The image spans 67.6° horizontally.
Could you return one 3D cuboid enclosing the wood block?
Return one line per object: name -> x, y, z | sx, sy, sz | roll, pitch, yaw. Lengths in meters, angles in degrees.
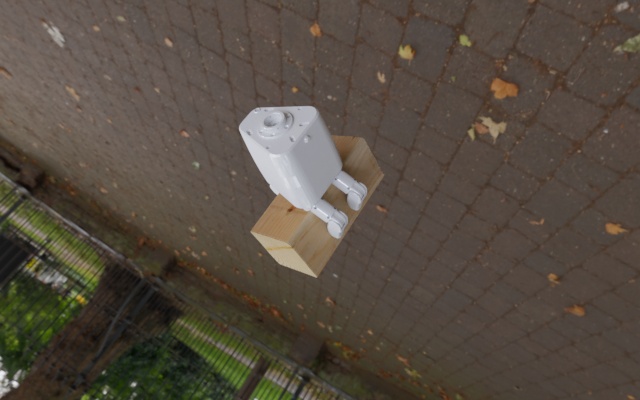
wood block -> 0.000, 0.002, 0.744 | 0.091, 0.206, 0.090 | 12, -32, 44
